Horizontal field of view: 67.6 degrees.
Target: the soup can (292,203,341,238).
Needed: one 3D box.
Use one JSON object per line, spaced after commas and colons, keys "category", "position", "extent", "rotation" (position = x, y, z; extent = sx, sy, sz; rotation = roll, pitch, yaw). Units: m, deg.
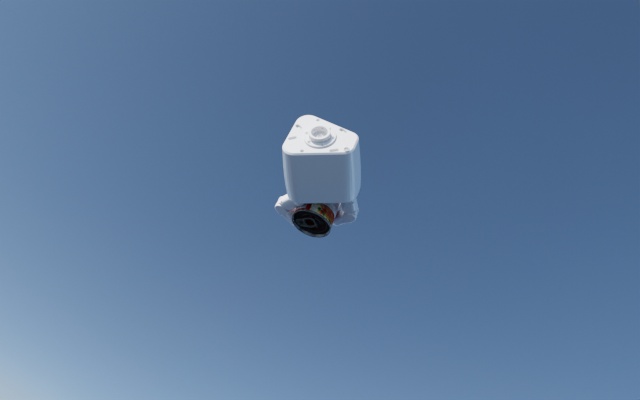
{"category": "soup can", "position": [0.000, 0.003, 0.815], "extent": [0.068, 0.102, 0.069], "rotation": [15, -38, 12]}
